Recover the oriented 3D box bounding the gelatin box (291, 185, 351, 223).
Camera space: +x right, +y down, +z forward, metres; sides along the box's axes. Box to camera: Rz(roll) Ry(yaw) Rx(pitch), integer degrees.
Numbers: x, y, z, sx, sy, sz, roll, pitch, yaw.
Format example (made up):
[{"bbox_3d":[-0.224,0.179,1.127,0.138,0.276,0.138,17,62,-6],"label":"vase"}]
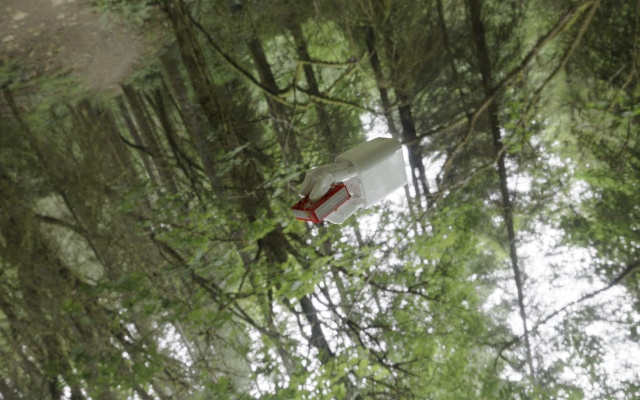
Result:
[{"bbox_3d":[0.000,0.003,0.886,0.089,0.030,0.073,-39,25,-28],"label":"gelatin box"}]
